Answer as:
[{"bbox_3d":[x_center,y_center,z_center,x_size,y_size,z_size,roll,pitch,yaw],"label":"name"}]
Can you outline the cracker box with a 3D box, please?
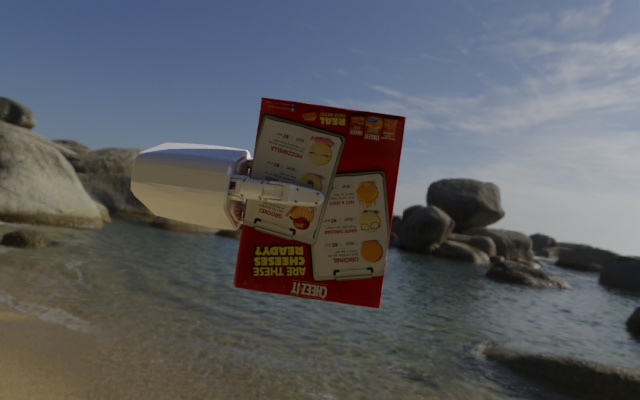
[{"bbox_3d":[0.000,0.002,0.552,0.164,0.213,0.072,8,-1,2],"label":"cracker box"}]
